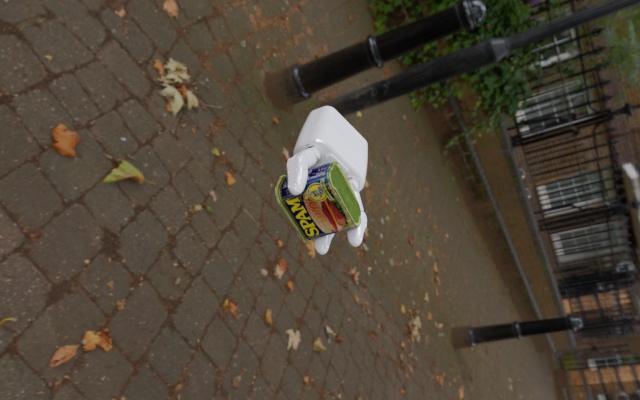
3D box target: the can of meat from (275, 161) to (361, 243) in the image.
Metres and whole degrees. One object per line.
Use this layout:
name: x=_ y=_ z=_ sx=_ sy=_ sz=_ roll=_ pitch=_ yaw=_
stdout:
can of meat: x=0.000 y=0.002 z=0.663 sx=0.084 sy=0.102 sz=0.057 roll=-16 pitch=31 yaw=24
